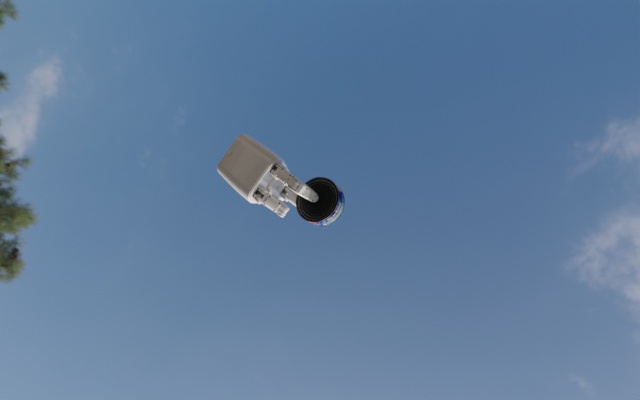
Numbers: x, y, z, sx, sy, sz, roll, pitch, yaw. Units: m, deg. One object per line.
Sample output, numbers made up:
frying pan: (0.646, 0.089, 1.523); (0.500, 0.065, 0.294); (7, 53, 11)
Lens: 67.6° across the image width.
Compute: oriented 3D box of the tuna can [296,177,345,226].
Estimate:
tuna can: (0.000, 0.003, 0.869); (0.086, 0.086, 0.034); (0, -18, 26)
